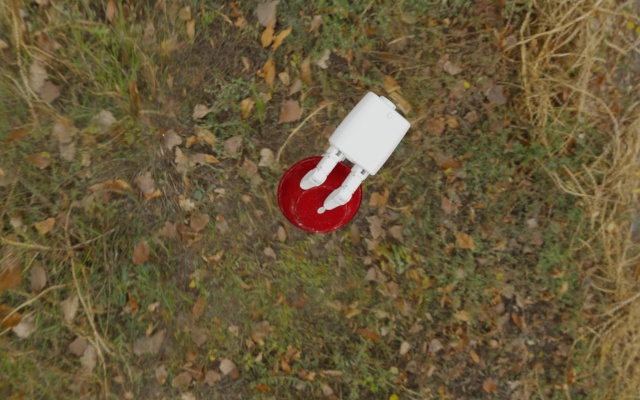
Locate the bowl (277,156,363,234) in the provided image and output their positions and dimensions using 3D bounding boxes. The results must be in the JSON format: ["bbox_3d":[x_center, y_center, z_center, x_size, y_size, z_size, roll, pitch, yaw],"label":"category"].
[{"bbox_3d":[0.000,0.004,0.873,0.162,0.162,0.055,0,28,-3],"label":"bowl"}]
